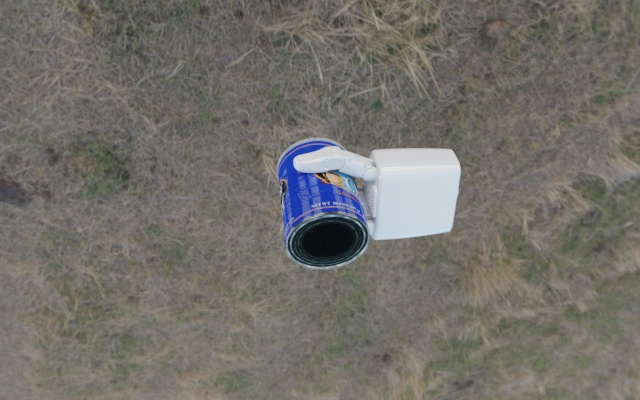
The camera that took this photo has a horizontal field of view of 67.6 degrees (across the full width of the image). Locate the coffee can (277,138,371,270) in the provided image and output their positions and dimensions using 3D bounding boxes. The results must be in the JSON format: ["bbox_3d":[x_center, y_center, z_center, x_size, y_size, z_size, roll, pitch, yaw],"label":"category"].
[{"bbox_3d":[0.000,0.002,0.613,0.103,0.103,0.140,-5,45,-5],"label":"coffee can"}]
